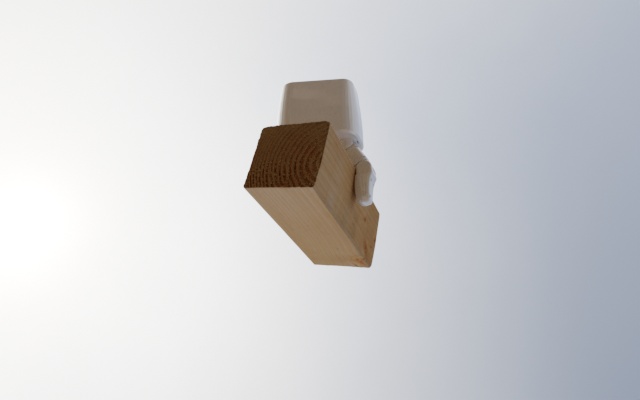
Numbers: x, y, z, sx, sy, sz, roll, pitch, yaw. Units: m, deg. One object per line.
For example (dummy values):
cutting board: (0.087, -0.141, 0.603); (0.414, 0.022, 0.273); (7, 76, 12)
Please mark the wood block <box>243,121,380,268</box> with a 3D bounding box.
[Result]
wood block: (0.001, 0.002, 0.608); (0.091, 0.090, 0.206); (-1, -31, 25)
